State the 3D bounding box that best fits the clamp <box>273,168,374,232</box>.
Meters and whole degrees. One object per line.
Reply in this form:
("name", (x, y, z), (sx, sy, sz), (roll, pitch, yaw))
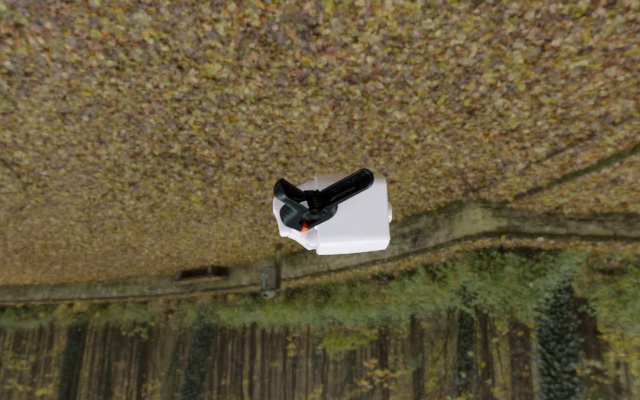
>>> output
("clamp", (0.000, 0.003, 0.614), (0.120, 0.039, 0.171), (-5, -16, -6))
